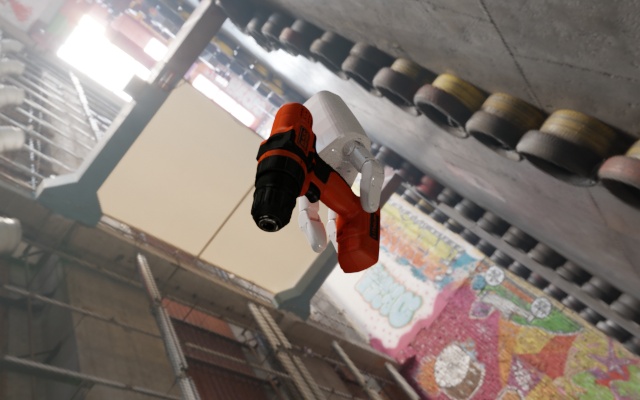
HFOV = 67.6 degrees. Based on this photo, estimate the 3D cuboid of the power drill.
[{"bbox_3d":[0.000,0.002,0.542,0.057,0.184,0.188,-21,-51,28],"label":"power drill"}]
